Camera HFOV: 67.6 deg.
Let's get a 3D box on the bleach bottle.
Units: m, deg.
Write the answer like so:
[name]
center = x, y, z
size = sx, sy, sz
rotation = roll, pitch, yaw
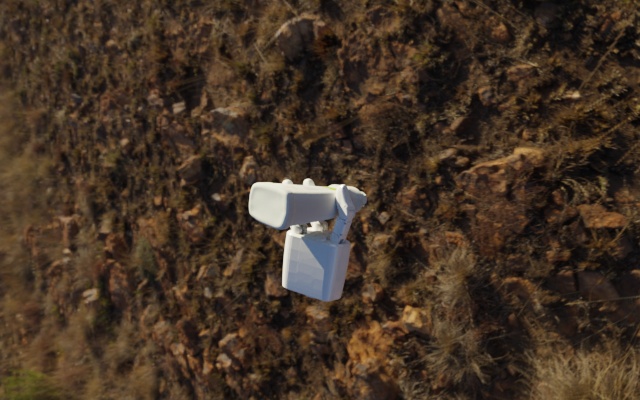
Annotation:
[bleach bottle]
center = 0.000, 0.003, 0.851
size = 0.102, 0.068, 0.251
rotation = 18, 14, 42
